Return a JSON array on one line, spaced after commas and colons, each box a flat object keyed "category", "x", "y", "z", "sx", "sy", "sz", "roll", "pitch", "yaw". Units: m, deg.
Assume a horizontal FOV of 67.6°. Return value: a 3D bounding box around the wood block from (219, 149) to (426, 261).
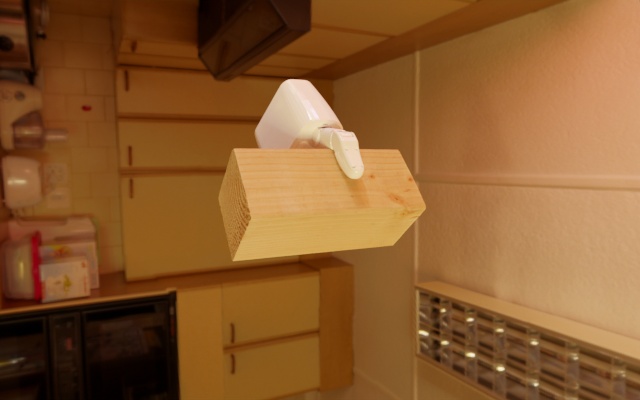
[{"category": "wood block", "x": 0.000, "y": 0.001, "z": 0.545, "sx": 0.206, "sy": 0.090, "sz": 0.091, "roll": -3, "pitch": -34, "yaw": -25}]
